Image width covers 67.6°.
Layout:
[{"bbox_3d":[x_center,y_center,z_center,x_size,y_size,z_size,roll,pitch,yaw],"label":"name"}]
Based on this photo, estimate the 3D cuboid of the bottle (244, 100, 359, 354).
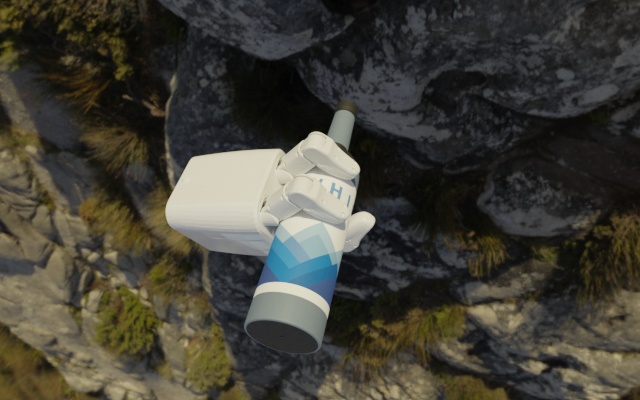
[{"bbox_3d":[0.000,0.002,0.485,0.069,0.295,0.069,10,-38,8],"label":"bottle"}]
